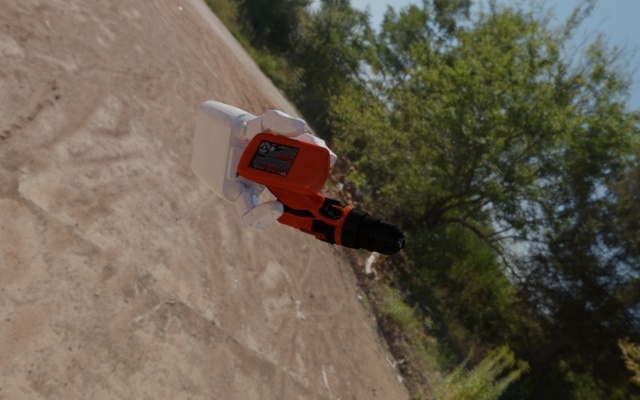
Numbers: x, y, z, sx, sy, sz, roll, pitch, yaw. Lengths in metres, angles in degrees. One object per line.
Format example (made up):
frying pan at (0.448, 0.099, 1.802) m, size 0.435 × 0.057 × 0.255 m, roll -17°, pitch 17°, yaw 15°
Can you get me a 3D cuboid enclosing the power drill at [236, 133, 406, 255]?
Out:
power drill at (0.000, 0.002, 0.561) m, size 0.184 × 0.057 × 0.188 m, roll 14°, pitch -21°, yaw 26°
